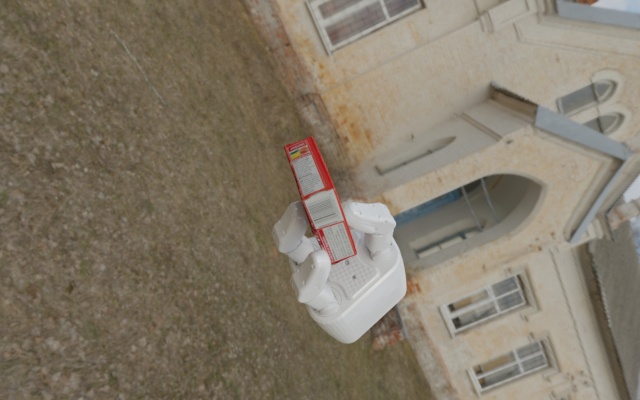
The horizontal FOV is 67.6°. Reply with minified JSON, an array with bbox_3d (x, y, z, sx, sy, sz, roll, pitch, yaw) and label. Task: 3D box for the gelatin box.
[{"bbox_3d":[0.000,0.001,0.415,0.030,0.089,0.073,-21,44,0],"label":"gelatin box"}]
